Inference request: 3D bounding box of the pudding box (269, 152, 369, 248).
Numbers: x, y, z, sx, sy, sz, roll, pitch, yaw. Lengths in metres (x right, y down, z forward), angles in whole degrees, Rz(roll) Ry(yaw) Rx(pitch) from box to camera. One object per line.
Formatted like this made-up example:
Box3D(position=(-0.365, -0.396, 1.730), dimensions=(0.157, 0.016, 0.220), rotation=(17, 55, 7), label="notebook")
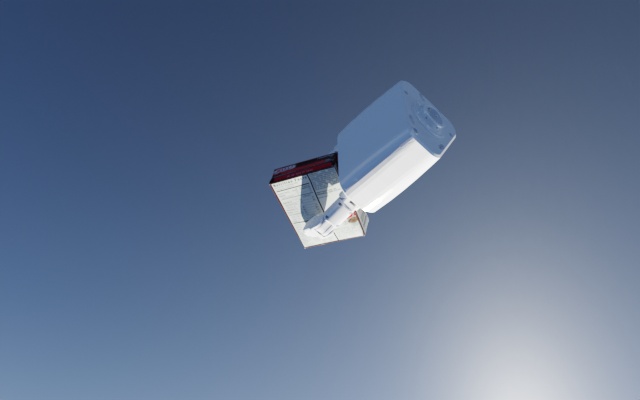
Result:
Box3D(position=(0.000, 0.002, 0.601), dimensions=(0.090, 0.113, 0.039), rotation=(-13, 31, 21), label="pudding box")
